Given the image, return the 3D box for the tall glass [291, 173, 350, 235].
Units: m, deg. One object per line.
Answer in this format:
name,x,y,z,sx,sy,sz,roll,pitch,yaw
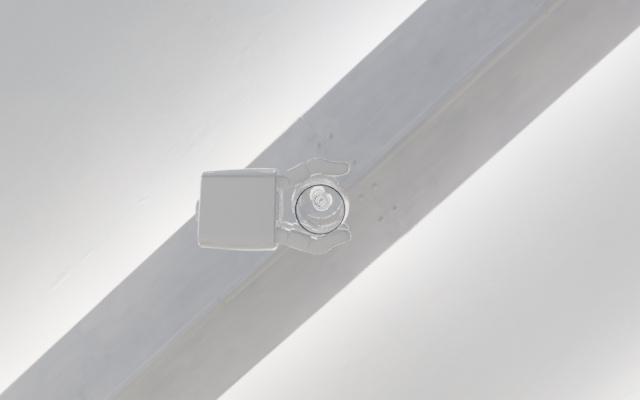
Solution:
tall glass,0.000,0.002,0.674,0.079,0.079,0.201,0,5,0
